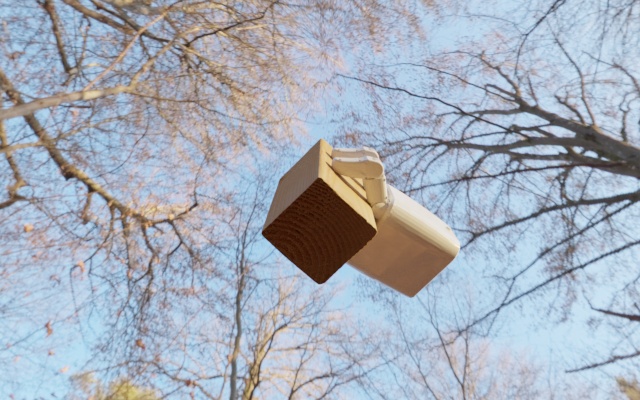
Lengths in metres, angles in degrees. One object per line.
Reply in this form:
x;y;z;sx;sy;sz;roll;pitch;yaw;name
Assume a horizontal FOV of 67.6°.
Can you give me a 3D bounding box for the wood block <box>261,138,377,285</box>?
0.000;0.002;0.591;0.090;0.091;0.206;43;13;-12;wood block
